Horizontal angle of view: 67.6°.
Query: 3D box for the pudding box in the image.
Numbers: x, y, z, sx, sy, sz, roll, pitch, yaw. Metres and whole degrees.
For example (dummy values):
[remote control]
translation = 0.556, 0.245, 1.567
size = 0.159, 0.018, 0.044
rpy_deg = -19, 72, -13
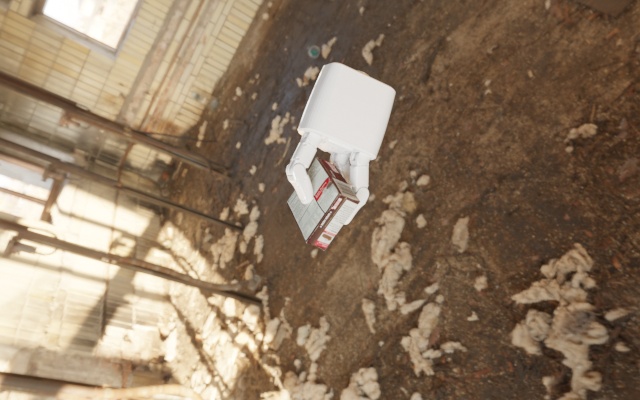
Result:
[pudding box]
translation = 0.000, 0.002, 0.689
size = 0.039, 0.090, 0.113
rpy_deg = 23, 21, -29
